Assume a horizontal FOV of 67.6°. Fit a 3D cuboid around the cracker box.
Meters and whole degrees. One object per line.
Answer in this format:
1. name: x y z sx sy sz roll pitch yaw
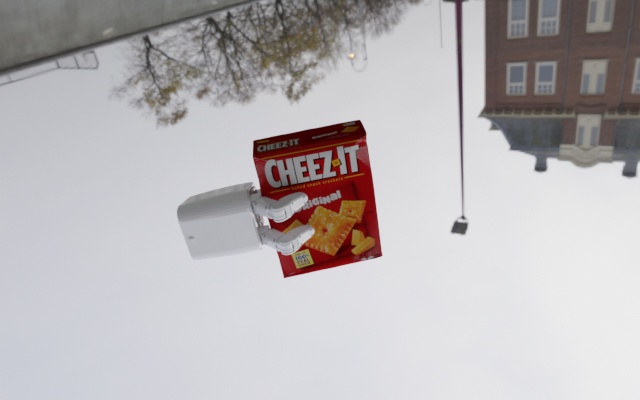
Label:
1. cracker box: 0.000 0.002 0.724 0.164 0.214 0.072 -11 29 -1
